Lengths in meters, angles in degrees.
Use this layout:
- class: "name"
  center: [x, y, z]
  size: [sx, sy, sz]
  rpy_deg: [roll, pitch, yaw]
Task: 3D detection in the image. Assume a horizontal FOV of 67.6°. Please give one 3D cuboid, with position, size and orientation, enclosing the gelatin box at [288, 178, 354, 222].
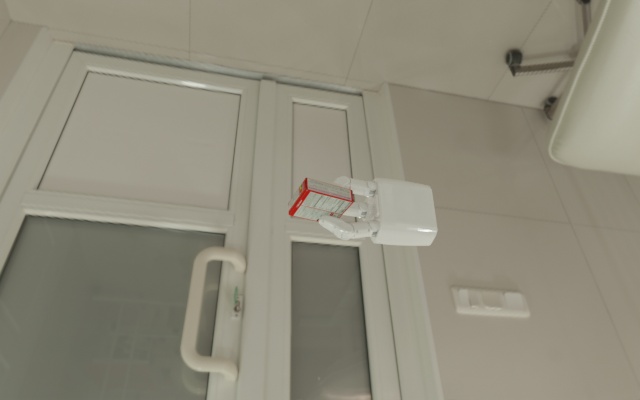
- class: "gelatin box"
  center: [0.000, 0.003, 0.798]
  size: [0.089, 0.030, 0.073]
  rpy_deg: [13, -41, -23]
